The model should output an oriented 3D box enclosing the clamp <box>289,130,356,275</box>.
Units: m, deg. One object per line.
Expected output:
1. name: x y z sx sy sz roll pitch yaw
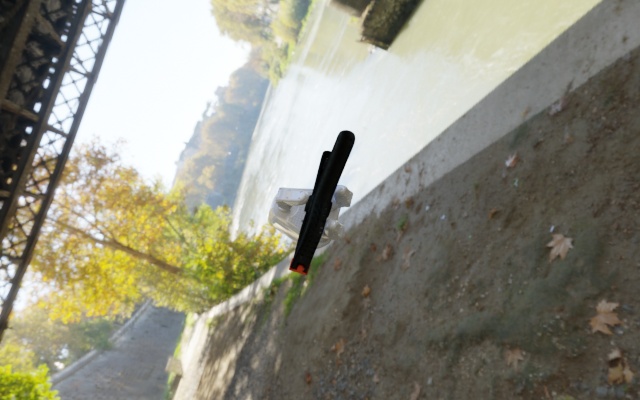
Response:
1. clamp: -0.001 0.003 0.689 0.036 0.210 0.164 18 -14 -5
